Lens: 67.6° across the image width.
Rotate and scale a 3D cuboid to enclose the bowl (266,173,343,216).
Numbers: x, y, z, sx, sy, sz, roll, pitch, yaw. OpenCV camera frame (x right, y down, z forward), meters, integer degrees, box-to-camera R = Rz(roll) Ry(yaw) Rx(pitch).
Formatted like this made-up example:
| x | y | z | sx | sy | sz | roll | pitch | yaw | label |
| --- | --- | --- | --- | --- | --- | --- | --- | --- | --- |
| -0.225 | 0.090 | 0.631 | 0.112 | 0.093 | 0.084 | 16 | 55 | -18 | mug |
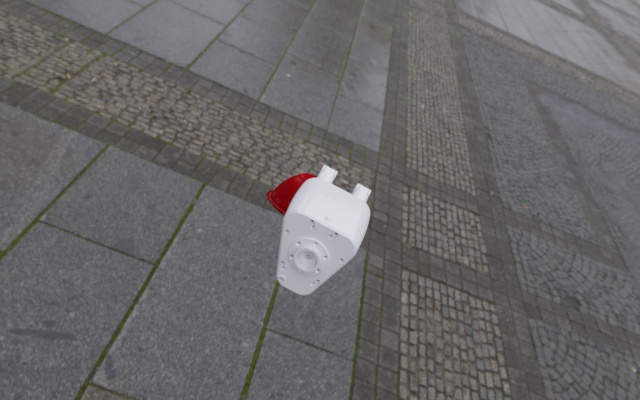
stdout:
| x | y | z | sx | sy | sz | roll | pitch | yaw | label |
| --- | --- | --- | --- | --- | --- | --- | --- | --- | --- |
| 0.000 | 0.002 | 0.743 | 0.162 | 0.055 | 0.162 | 26 | 12 | -6 | bowl |
